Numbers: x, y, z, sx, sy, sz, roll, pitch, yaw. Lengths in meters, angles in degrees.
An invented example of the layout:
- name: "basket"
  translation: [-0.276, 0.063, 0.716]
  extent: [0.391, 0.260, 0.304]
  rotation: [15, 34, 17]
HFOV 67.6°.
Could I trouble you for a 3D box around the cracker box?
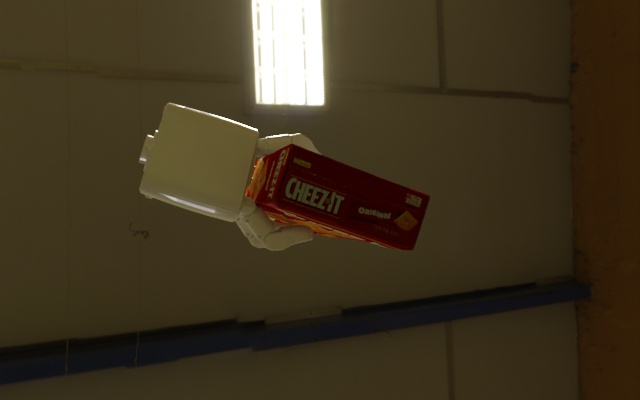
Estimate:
- name: "cracker box"
  translation: [0.000, 0.002, 0.577]
  extent: [0.164, 0.072, 0.213]
  rotation: [19, -6, -18]
